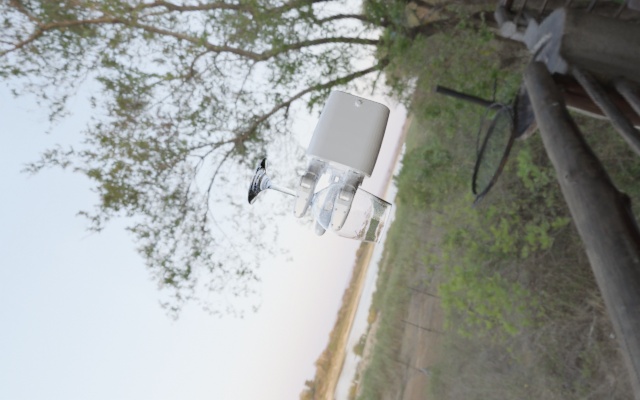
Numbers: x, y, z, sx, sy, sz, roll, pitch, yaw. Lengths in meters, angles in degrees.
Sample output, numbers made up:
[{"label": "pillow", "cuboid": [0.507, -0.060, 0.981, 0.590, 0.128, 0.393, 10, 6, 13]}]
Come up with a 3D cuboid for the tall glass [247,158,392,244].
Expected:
[{"label": "tall glass", "cuboid": [-0.001, 0.002, 0.701, 0.201, 0.079, 0.079, 19, 2, 6]}]
